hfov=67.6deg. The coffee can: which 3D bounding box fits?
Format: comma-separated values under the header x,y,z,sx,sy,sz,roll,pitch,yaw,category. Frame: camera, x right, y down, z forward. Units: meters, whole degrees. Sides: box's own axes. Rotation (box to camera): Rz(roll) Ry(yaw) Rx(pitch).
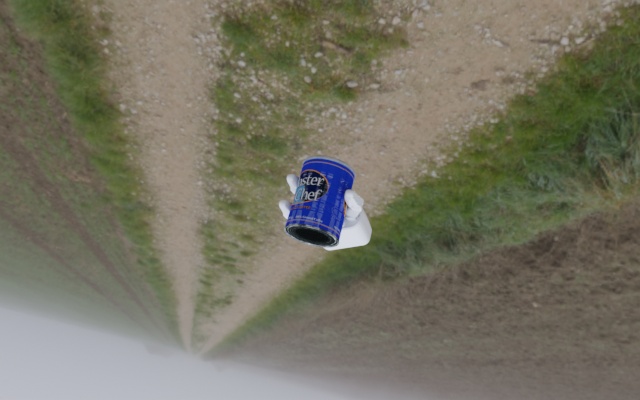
x,y,z,sx,sy,sz,roll,pitch,yaw,category
0.000,0.003,0.879,0.103,0.140,0.103,13,-22,5,coffee can
